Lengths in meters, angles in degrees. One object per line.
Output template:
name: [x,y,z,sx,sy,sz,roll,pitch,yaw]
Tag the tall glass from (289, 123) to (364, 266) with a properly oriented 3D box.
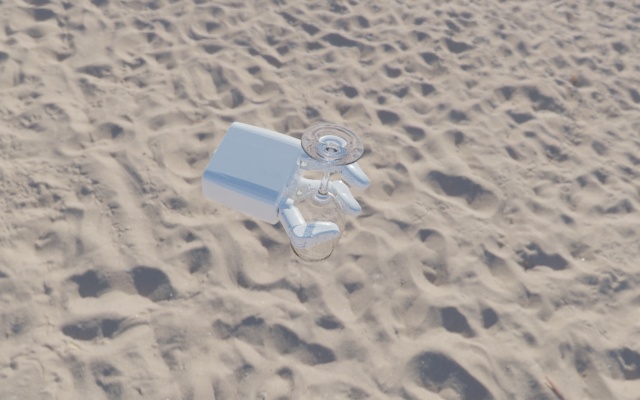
tall glass: [0.000,0.002,0.620,0.079,0.079,0.201,0,-43,-10]
